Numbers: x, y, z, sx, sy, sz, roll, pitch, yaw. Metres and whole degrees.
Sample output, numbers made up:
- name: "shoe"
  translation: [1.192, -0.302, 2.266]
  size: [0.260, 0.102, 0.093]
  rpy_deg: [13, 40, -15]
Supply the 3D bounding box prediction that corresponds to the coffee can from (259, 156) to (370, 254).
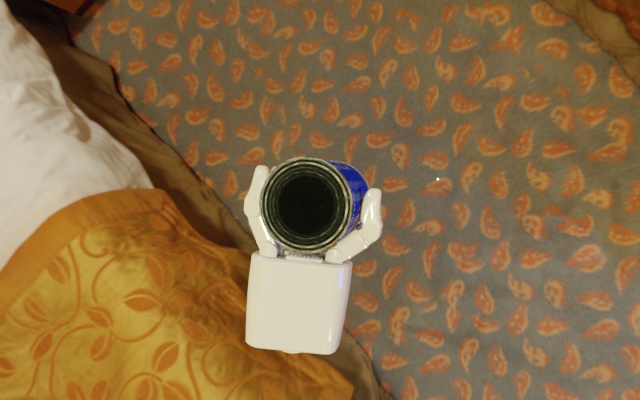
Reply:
- name: "coffee can"
  translation: [0.000, 0.002, 0.566]
  size: [0.103, 0.103, 0.140]
  rpy_deg: [0, 3, 14]
